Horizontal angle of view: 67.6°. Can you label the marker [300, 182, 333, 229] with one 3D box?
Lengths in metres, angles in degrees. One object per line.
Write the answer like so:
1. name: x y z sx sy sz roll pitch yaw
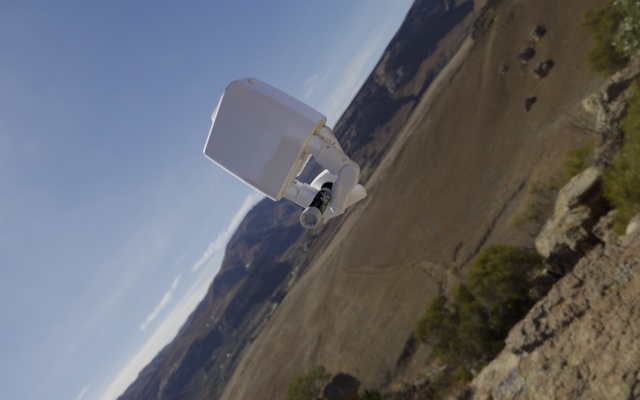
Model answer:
1. marker: 0.000 0.002 0.520 0.020 0.020 0.121 0 17 11
